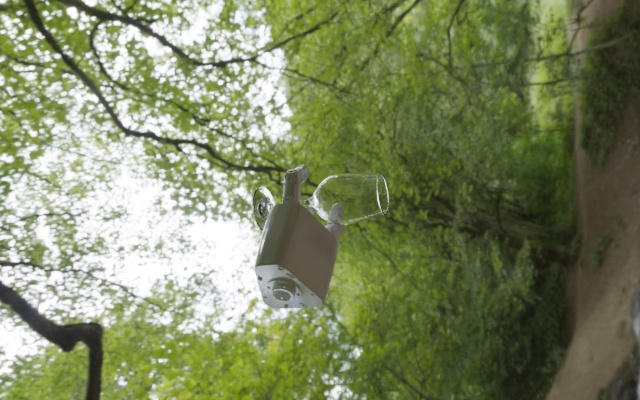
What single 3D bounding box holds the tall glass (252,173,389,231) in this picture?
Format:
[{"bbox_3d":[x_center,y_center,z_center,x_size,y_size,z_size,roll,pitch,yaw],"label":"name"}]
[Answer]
[{"bbox_3d":[-0.001,0.002,0.733,0.201,0.079,0.079,-8,-3,22],"label":"tall glass"}]
